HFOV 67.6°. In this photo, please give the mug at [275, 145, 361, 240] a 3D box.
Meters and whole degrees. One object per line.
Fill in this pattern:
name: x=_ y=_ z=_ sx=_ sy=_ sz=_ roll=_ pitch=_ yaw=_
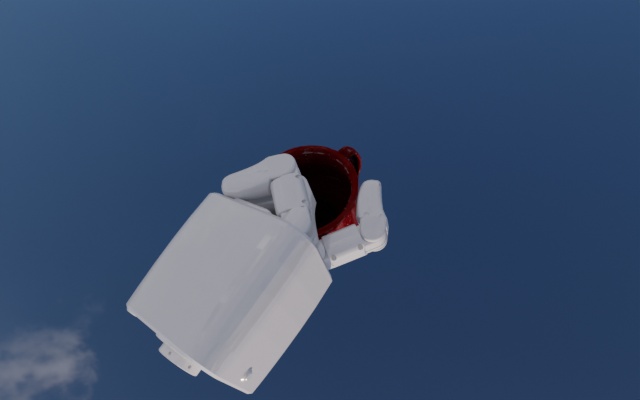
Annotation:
mug: x=0.001 y=0.000 z=0.441 sx=0.093 sy=0.117 sz=0.081 roll=26 pitch=-22 yaw=25
